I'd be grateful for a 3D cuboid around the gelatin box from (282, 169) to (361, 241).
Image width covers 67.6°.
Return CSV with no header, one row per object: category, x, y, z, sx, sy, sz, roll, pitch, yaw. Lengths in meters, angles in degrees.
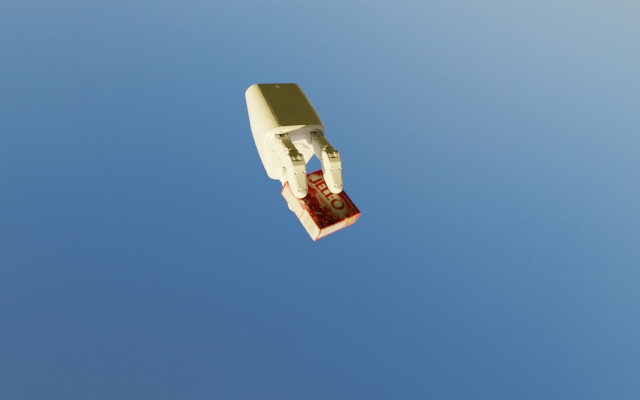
gelatin box,0.000,0.003,0.658,0.073,0.089,0.030,-21,-26,-33
